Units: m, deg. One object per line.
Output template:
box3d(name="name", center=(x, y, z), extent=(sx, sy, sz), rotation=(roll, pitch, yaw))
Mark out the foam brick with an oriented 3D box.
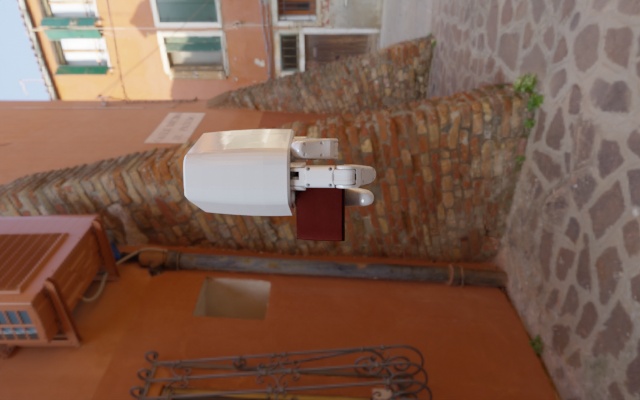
box3d(name="foam brick", center=(0.000, 0.002, 0.521), extent=(0.051, 0.078, 0.053), rotation=(0, 6, 0))
